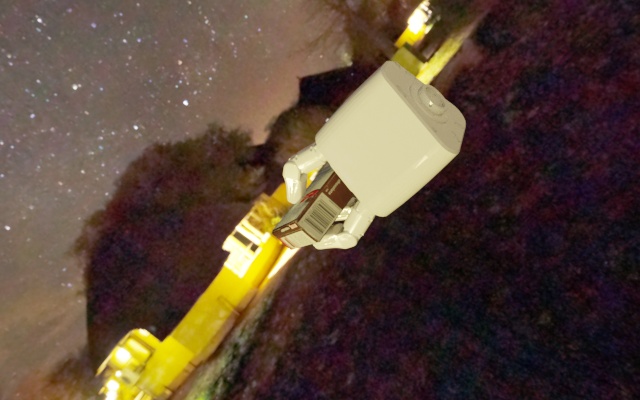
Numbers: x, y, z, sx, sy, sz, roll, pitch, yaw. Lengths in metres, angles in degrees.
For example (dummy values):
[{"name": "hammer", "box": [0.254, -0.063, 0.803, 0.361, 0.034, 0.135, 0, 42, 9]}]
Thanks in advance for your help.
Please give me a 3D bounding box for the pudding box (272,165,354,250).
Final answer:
[{"name": "pudding box", "box": [0.000, 0.002, 0.562, 0.039, 0.113, 0.090, 43, -24, -9]}]
